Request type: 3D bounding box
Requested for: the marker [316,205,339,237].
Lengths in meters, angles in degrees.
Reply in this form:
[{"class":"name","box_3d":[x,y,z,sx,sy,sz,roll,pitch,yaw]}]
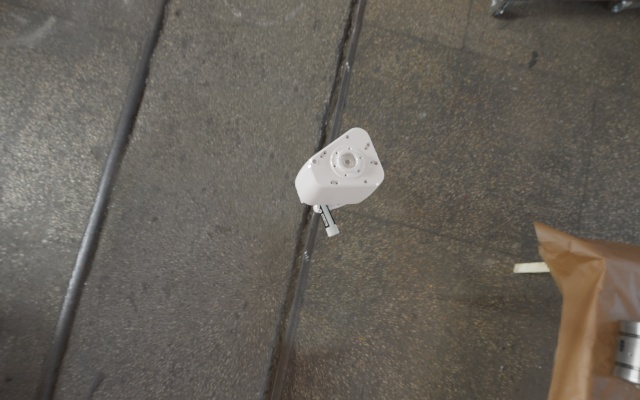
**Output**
[{"class":"marker","box_3d":[0.000,0.003,0.812,0.020,0.121,0.020,-22,-7,-3]}]
